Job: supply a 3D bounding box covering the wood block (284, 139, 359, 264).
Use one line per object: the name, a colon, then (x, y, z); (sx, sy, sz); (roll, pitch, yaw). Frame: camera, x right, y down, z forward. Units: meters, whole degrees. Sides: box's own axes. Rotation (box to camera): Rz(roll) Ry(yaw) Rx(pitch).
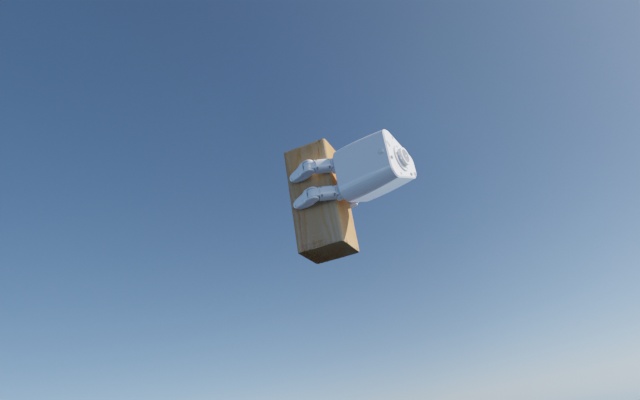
wood block: (0.001, 0.003, 0.900); (0.090, 0.206, 0.091); (-18, -26, 18)
